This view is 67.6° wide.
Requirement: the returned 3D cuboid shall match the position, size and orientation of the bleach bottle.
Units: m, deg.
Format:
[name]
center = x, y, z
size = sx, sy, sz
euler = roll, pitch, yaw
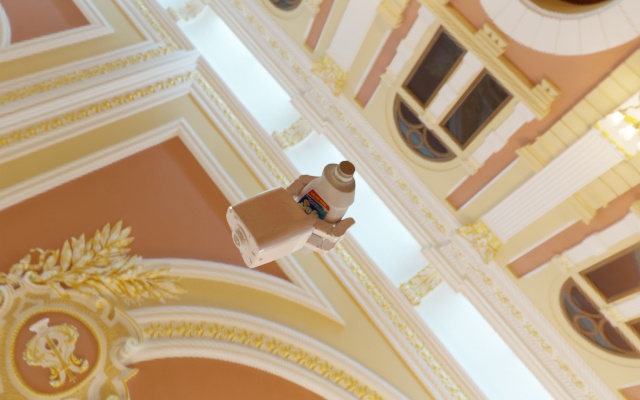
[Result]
[bleach bottle]
center = 0.000, 0.003, 0.861
size = 0.068, 0.102, 0.251
euler = -22, -20, -30
